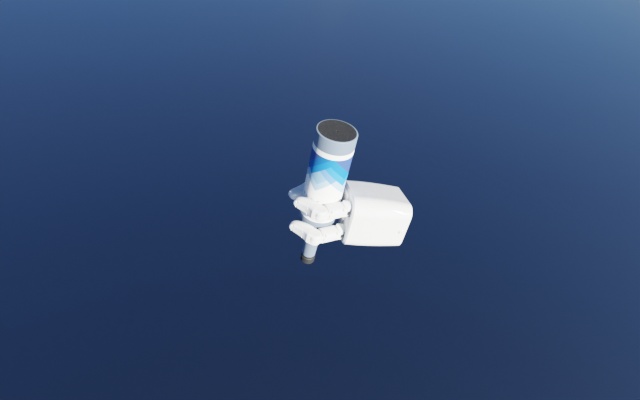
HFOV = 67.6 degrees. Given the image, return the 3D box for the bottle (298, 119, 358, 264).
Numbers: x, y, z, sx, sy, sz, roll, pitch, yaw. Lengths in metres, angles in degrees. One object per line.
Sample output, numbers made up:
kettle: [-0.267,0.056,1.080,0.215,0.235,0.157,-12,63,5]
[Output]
bottle: [0.000,0.003,0.828,0.069,0.296,0.069,8,40,-7]
